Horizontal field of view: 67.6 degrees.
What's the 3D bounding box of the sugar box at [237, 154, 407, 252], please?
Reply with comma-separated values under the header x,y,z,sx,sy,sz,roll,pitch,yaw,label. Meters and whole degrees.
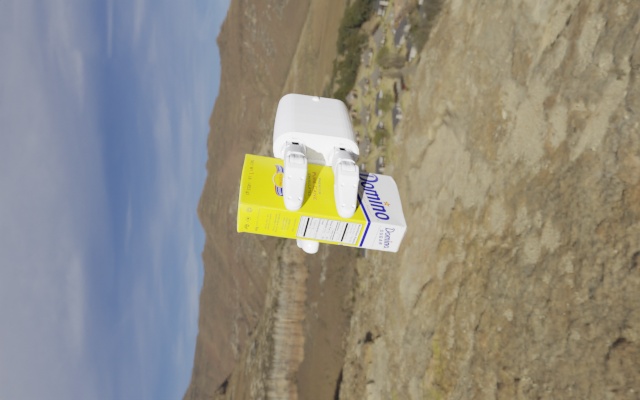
x,y,z,sx,sy,sz,roll,pitch,yaw,label
0.000,0.001,0.526,0.176,0.048,0.093,6,39,-8,sugar box
